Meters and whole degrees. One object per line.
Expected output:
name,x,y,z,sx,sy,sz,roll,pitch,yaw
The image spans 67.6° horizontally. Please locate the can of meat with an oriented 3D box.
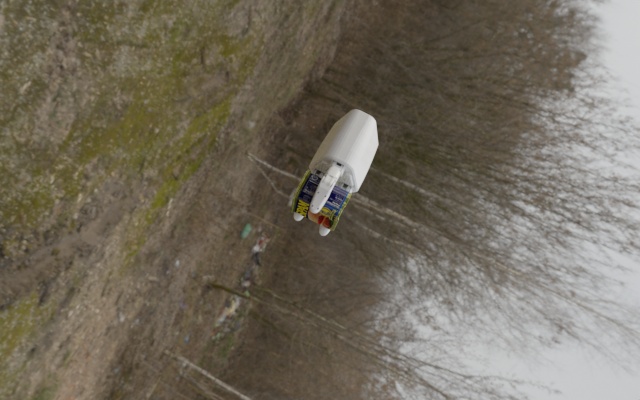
can of meat,0.000,0.003,0.818,0.084,0.057,0.102,26,-21,3
